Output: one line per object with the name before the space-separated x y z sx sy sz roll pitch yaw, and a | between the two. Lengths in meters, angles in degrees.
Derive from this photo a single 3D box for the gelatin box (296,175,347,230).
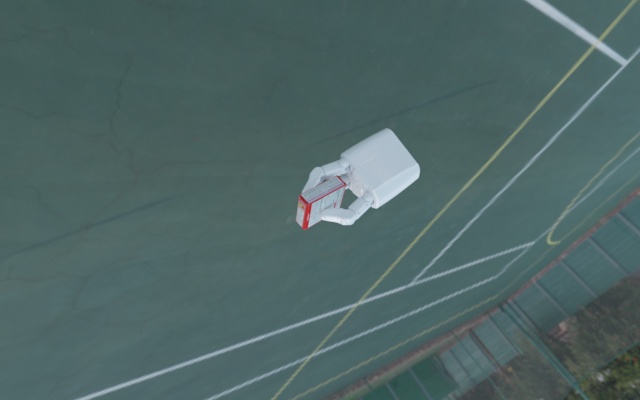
gelatin box | 0.000 0.003 0.847 0.089 0.030 0.073 -30 -28 -29
